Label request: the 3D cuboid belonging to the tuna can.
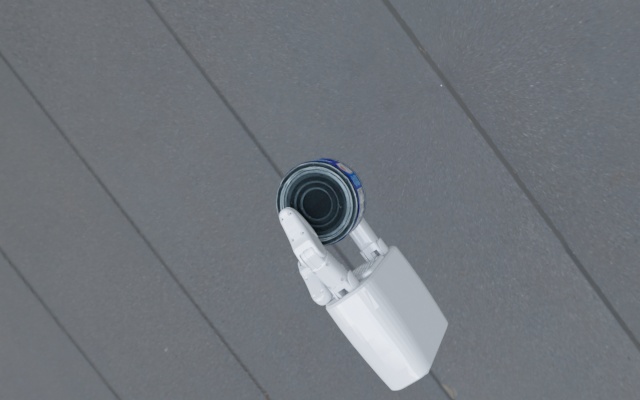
[{"bbox_3d":[0.000,0.002,0.474,0.086,0.086,0.033,0,9,17],"label":"tuna can"}]
